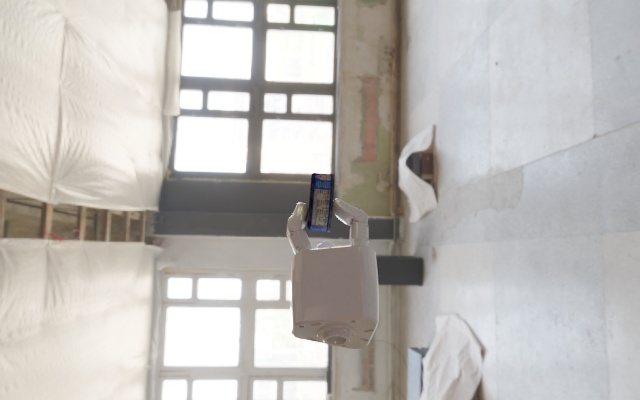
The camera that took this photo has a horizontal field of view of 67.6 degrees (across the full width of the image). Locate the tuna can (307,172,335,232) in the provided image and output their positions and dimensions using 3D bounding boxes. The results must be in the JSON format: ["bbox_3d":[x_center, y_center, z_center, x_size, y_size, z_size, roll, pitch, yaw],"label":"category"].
[{"bbox_3d":[0.000,0.002,0.694,0.034,0.086,0.086,5,0,-1],"label":"tuna can"}]
